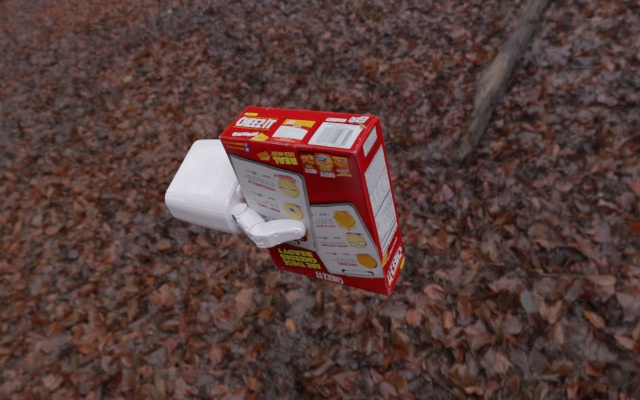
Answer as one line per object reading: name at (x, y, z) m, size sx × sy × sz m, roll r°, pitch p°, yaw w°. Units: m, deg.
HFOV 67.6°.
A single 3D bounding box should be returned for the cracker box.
cracker box at (0.000, 0.002, 0.546) m, size 0.164 × 0.214 × 0.072 m, roll 9°, pitch 47°, yaw 29°
